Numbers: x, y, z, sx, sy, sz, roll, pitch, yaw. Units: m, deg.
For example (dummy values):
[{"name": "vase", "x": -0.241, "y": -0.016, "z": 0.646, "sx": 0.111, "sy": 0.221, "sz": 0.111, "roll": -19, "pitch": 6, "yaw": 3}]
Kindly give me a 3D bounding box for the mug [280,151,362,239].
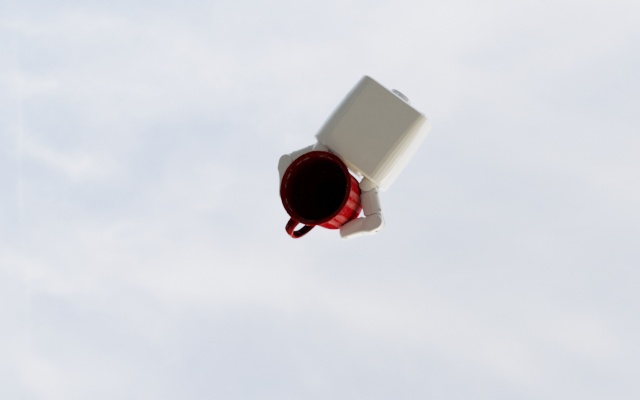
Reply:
[{"name": "mug", "x": -0.001, "y": 0.003, "z": 0.610, "sx": 0.093, "sy": 0.117, "sz": 0.081, "roll": 38, "pitch": 4, "yaw": 24}]
